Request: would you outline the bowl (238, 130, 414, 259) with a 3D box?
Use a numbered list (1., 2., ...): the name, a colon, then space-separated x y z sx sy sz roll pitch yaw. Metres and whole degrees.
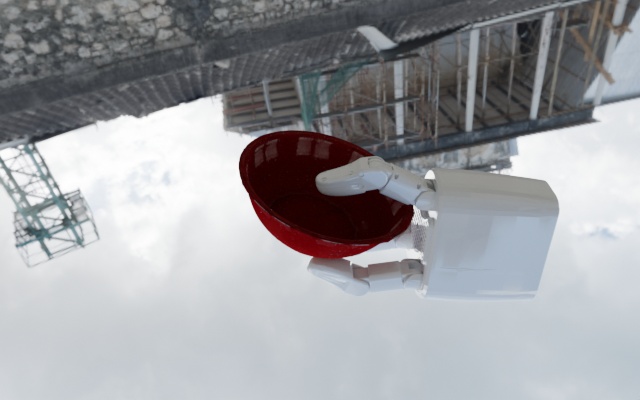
1. bowl: -0.001 0.001 0.438 0.162 0.055 0.162 14 36 -10
